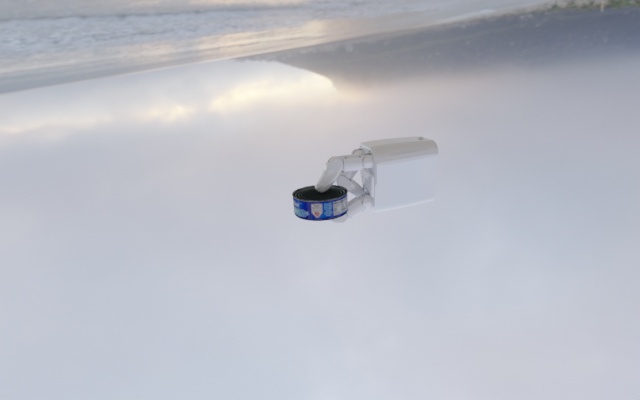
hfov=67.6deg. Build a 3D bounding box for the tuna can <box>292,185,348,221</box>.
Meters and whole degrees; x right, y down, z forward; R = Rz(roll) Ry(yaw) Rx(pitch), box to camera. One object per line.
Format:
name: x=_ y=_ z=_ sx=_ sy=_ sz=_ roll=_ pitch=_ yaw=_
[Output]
tuna can: x=0.000 y=0.003 z=0.738 sx=0.086 sy=0.034 sz=0.086 roll=-3 pitch=17 yaw=1
